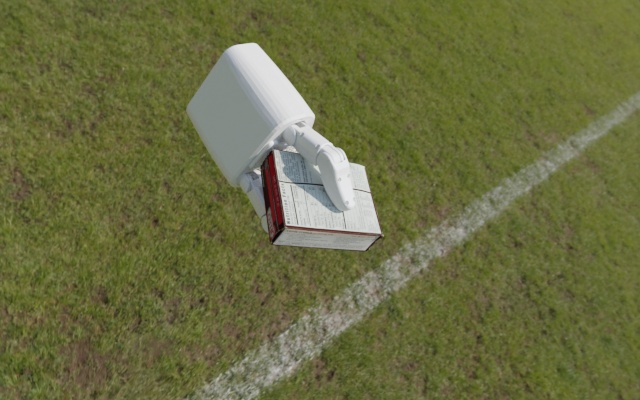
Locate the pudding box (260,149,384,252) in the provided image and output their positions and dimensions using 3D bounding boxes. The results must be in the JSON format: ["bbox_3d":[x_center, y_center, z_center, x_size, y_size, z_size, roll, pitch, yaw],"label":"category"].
[{"bbox_3d":[0.000,0.001,0.477,0.113,0.090,0.039,6,-34,-27],"label":"pudding box"}]
